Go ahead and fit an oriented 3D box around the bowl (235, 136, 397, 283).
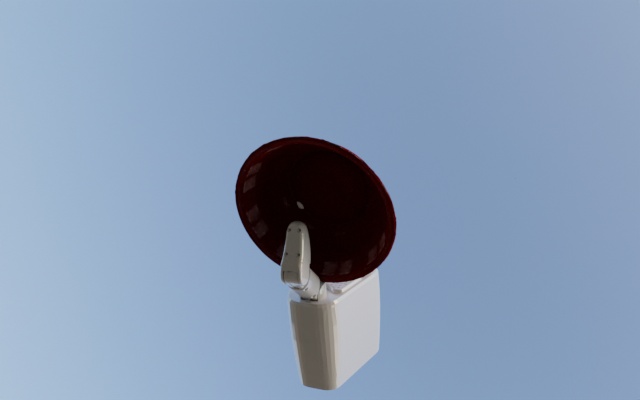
[{"bbox_3d":[0.000,0.000,0.469,0.162,0.162,0.055,0,31,23],"label":"bowl"}]
